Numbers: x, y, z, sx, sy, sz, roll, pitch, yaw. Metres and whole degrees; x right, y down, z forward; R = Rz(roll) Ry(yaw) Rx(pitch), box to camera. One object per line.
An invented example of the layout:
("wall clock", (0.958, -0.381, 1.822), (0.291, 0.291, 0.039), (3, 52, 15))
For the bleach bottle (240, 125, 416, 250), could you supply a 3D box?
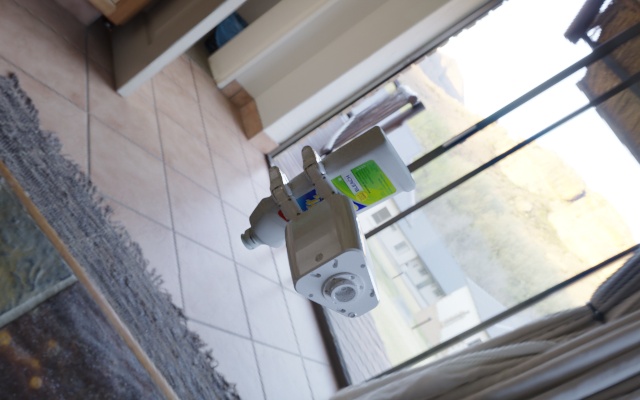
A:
("bleach bottle", (0.000, 0.002, 0.672), (0.251, 0.103, 0.068), (-32, 31, 14))
